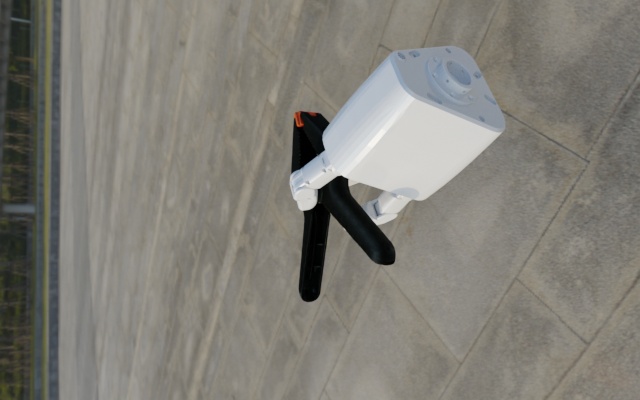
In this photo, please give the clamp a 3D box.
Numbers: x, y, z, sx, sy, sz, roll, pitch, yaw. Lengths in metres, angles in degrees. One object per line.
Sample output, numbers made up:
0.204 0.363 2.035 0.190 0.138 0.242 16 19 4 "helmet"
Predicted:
-0.001 0.001 0.519 0.036 0.210 0.165 0 -29 -32 "clamp"
